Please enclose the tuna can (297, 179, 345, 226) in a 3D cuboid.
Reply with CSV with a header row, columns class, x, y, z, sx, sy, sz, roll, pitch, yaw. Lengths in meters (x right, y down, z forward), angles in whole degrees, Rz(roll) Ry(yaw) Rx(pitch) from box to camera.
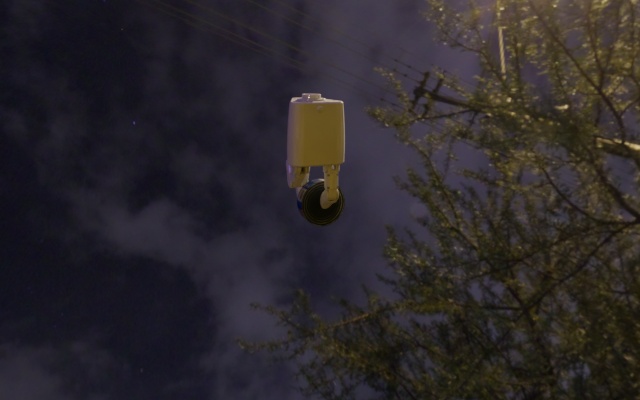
class,x,y,z,sx,sy,sz,roll,pitch,yaw
tuna can,0.000,0.003,0.893,0.086,0.086,0.033,0,13,-22
